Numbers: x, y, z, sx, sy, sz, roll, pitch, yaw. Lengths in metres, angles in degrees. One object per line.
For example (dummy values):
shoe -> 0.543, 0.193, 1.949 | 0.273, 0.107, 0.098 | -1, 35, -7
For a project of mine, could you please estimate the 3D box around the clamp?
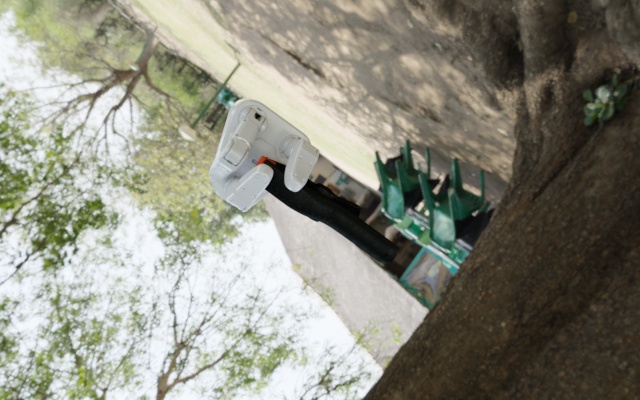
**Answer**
clamp -> 0.000, 0.002, 0.519 | 0.171, 0.039, 0.120 | 34, 4, -18
